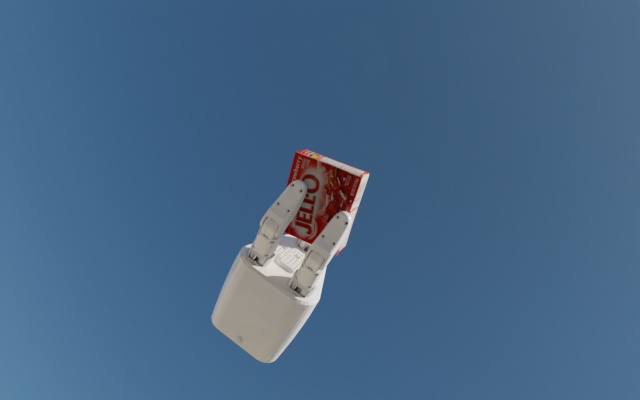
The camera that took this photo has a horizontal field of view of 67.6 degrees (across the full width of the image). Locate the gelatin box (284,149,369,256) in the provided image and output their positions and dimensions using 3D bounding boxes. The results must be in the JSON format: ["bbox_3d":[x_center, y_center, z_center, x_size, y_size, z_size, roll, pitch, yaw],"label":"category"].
[{"bbox_3d":[0.000,0.001,0.487,0.073,0.089,0.030,23,21,16],"label":"gelatin box"}]
